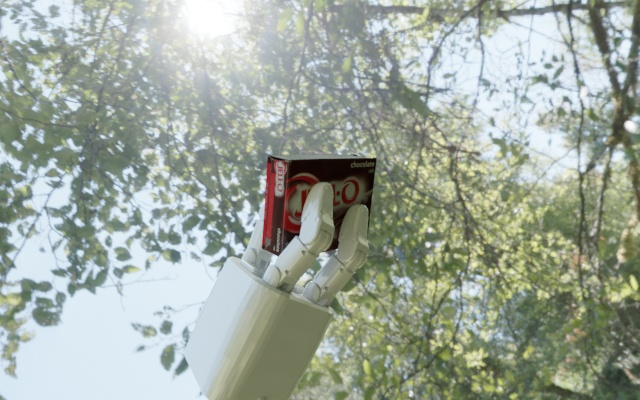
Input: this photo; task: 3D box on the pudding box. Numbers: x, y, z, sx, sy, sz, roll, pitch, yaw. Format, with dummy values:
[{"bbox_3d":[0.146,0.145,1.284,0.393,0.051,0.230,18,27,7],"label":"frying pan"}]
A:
[{"bbox_3d":[0.000,0.002,0.456,0.113,0.090,0.039,-7,19,-43],"label":"pudding box"}]
